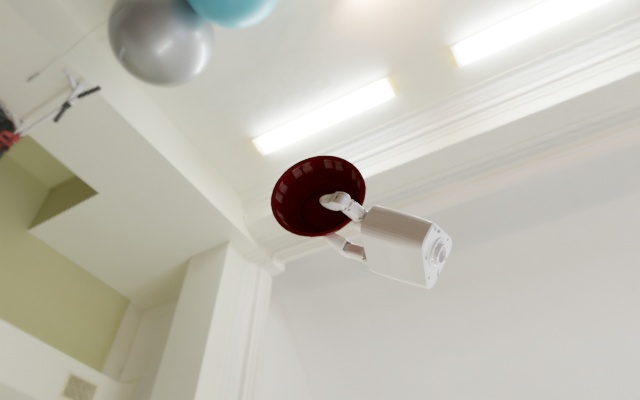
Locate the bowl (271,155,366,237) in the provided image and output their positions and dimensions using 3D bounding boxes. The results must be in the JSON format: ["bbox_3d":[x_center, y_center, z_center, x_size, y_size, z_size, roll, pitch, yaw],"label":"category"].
[{"bbox_3d":[-0.001,0.002,0.809,0.162,0.162,0.055,0,-32,14],"label":"bowl"}]
